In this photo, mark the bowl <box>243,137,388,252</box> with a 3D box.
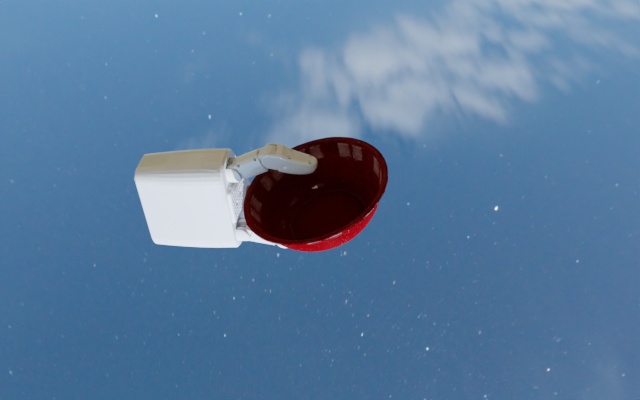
[{"bbox_3d":[0.001,0.002,0.523,0.162,0.162,0.055,0,-44,25],"label":"bowl"}]
